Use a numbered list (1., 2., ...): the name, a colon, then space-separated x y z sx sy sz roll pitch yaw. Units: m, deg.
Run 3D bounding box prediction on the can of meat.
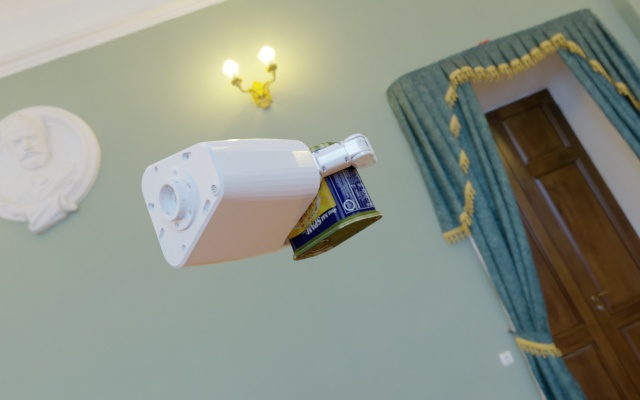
1. can of meat: 0.000 0.001 0.481 0.057 0.084 0.102 -9 -21 -46
